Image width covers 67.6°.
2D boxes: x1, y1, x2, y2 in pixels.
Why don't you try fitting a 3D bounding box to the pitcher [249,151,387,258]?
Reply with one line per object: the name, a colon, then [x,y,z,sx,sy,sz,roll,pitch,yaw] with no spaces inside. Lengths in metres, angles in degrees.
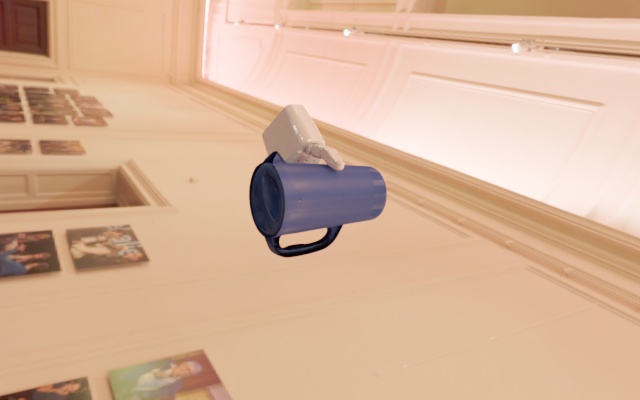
pitcher: [0.000,0.003,0.883,0.243,0.145,0.149,-4,-37,-33]
